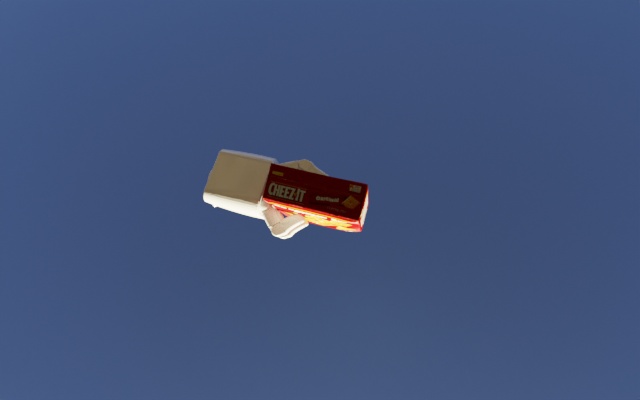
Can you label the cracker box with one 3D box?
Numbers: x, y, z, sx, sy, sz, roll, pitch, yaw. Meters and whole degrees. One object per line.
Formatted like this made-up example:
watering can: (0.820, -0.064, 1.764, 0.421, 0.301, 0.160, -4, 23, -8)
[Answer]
cracker box: (0.000, 0.003, 0.862, 0.164, 0.072, 0.214, 13, -6, 7)
